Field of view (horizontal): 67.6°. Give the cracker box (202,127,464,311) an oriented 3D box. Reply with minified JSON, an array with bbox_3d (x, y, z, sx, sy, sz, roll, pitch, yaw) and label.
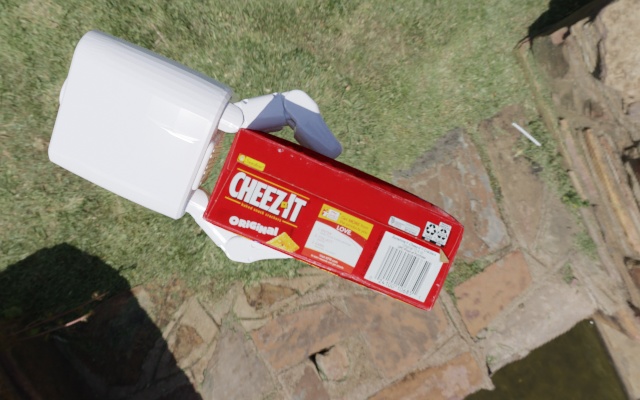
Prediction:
[{"bbox_3d":[0.000,0.002,0.404,0.164,0.072,0.213,23,4,-9],"label":"cracker box"}]
